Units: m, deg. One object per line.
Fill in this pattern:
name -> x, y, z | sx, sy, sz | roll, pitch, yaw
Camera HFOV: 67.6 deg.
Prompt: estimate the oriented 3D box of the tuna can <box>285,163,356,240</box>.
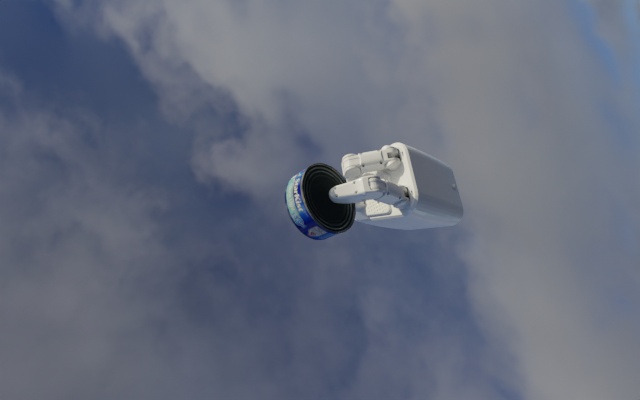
tuna can -> 0.000, 0.002, 0.556 | 0.086, 0.086, 0.034 | 0, -20, -47
